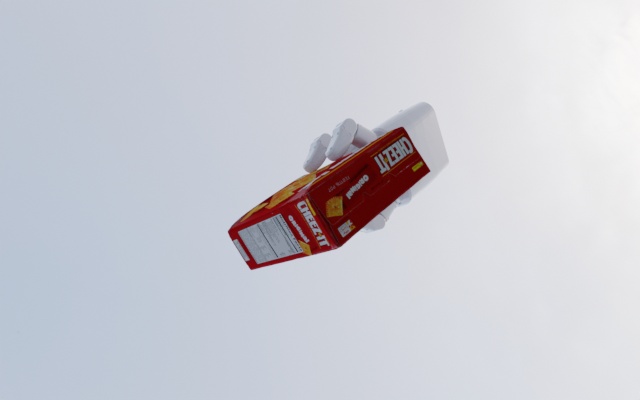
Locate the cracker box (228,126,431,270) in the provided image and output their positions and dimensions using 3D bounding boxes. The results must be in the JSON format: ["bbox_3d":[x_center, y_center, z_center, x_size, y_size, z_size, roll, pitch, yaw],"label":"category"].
[{"bbox_3d":[0.000,0.002,0.581,0.164,0.072,0.214,-37,7,-34],"label":"cracker box"}]
